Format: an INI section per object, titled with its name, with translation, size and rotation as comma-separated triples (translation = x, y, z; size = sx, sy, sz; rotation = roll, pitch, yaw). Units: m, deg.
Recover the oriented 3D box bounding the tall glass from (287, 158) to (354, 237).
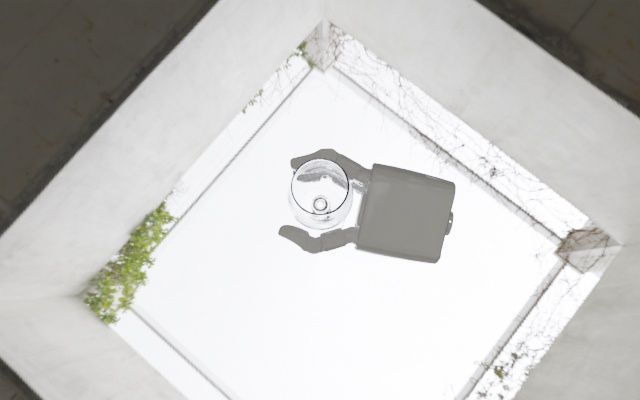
[tall glass]
translation = 0.000, 0.002, 0.596
size = 0.079, 0.079, 0.201
rotation = 0, -10, 1
